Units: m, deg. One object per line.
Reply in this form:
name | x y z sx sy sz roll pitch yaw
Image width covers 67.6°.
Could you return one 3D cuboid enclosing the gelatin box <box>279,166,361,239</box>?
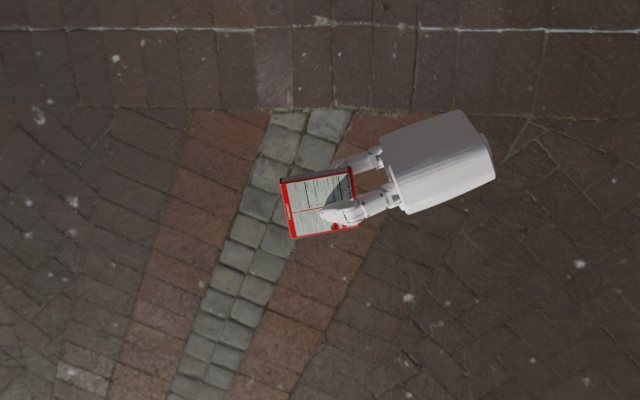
gelatin box | 0.000 0.002 0.584 0.089 0.073 0.030 -10 19 0
